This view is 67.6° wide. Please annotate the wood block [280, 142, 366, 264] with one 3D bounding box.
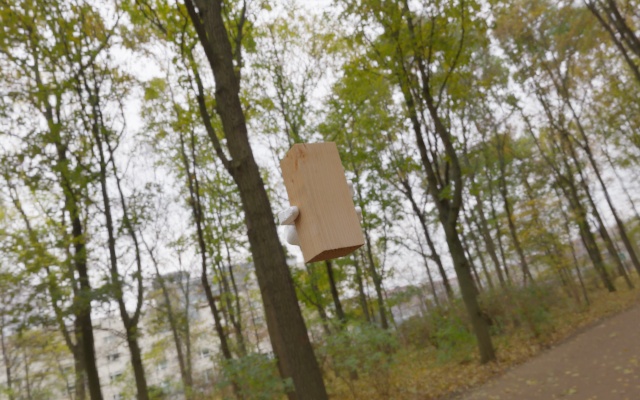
[{"bbox_3d":[0.000,0.003,0.898,0.091,0.206,0.090,-7,-18,-28],"label":"wood block"}]
